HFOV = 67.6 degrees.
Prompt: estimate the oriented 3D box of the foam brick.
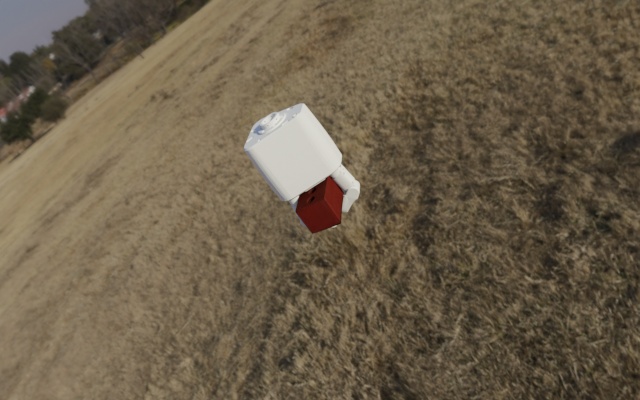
[{"bbox_3d":[0.000,0.003,0.739,0.053,0.051,0.078,-23,32,22],"label":"foam brick"}]
